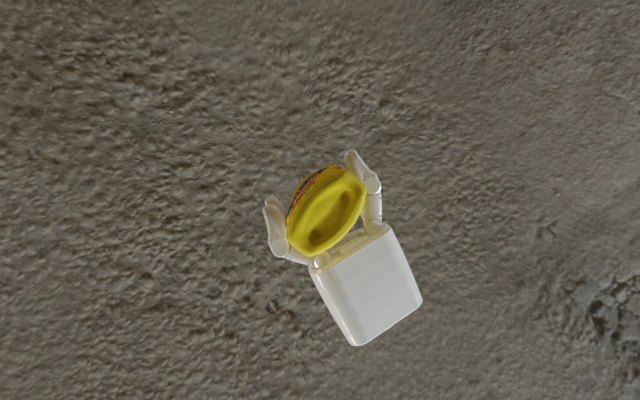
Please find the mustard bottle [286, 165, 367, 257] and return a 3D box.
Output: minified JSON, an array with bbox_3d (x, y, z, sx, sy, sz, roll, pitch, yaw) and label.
[{"bbox_3d":[0.000,0.002,0.570,0.058,0.096,0.191,38,4,-8],"label":"mustard bottle"}]
